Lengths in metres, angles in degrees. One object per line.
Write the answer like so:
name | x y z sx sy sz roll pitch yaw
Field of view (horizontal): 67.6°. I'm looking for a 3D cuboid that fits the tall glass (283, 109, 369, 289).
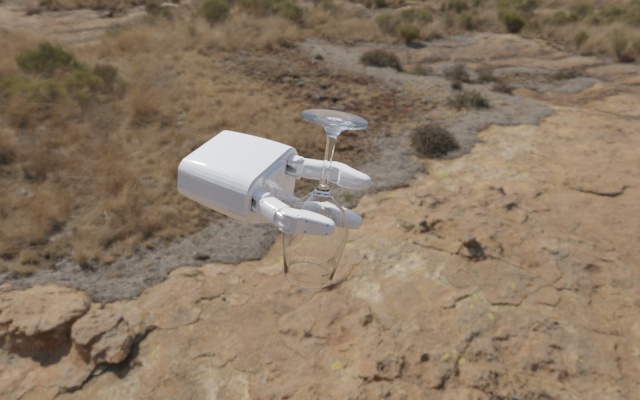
tall glass | 0.000 0.001 0.552 0.079 0.201 0.079 8 23 -3
